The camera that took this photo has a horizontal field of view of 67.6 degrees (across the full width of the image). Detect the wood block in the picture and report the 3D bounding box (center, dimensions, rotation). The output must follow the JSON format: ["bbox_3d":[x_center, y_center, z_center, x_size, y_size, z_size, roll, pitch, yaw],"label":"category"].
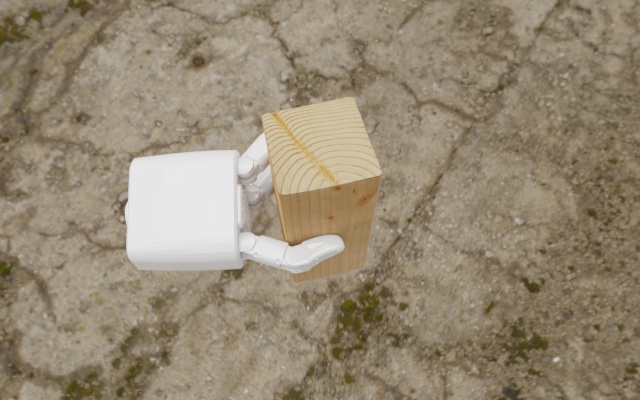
[{"bbox_3d":[0.000,0.002,0.502,0.090,0.090,0.206,-12,-29,-6],"label":"wood block"}]
